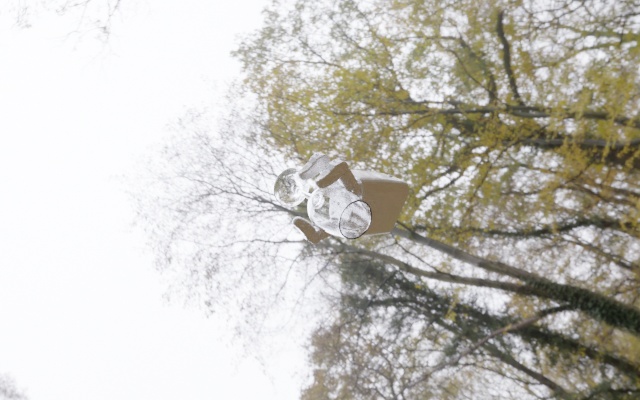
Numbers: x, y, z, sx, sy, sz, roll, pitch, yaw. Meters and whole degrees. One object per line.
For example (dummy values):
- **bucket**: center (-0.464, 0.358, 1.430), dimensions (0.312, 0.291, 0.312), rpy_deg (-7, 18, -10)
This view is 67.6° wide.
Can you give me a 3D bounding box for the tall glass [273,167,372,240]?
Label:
- **tall glass**: center (0.000, 0.002, 0.793), dimensions (0.079, 0.079, 0.201), rpy_deg (0, 16, -33)
